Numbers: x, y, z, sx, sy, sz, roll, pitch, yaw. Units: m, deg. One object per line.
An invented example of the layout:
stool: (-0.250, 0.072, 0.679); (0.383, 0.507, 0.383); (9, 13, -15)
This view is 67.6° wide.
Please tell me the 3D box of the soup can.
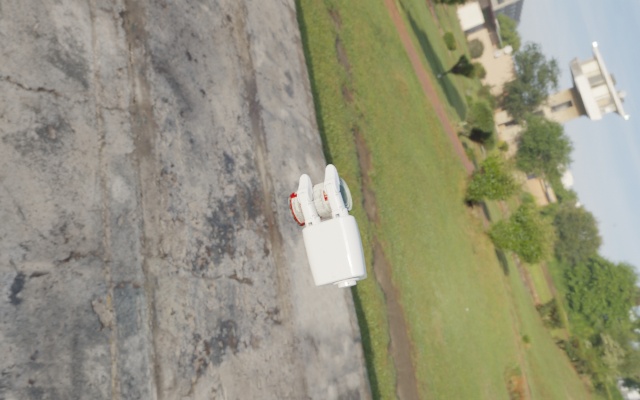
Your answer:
soup can: (0.000, 0.002, 0.896); (0.102, 0.068, 0.068); (-18, -7, 22)
